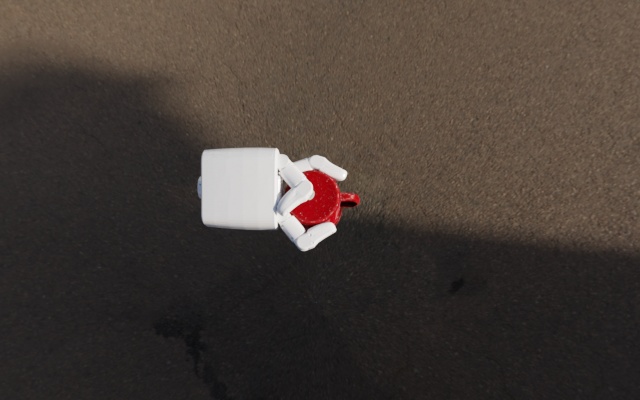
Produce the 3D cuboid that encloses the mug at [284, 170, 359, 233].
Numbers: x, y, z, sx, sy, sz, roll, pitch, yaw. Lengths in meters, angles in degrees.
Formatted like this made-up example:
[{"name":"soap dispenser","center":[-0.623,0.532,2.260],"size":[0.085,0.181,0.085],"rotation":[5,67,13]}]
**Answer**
[{"name":"mug","center":[0.002,0.002,0.719],"size":[0.117,0.093,0.081],"rotation":[0,-12,0]}]
